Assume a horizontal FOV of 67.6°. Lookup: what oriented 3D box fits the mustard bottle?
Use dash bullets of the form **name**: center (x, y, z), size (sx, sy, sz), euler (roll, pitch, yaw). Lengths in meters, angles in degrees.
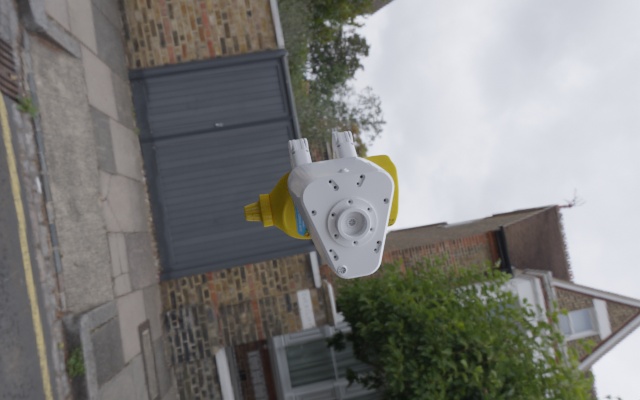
- **mustard bottle**: center (0.000, 0.002, 0.604), size (0.191, 0.096, 0.058), euler (-9, 35, -7)
